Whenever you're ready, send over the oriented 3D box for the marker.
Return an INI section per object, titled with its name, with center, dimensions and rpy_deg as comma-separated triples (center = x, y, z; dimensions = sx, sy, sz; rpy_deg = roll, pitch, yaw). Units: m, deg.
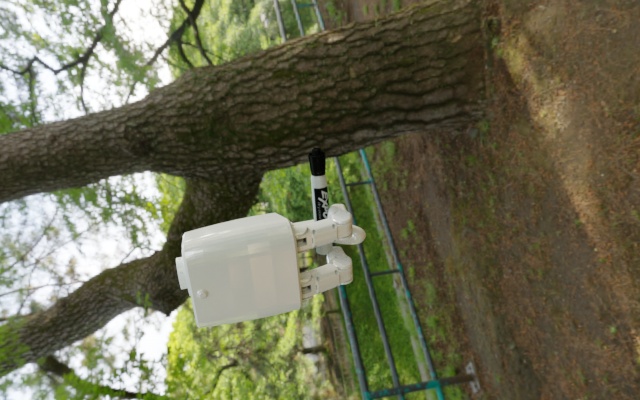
[marker]
center = 0.000, 0.002, 0.523
dimensions = 0.020, 0.121, 0.020
rpy_deg = -4, 21, 2
